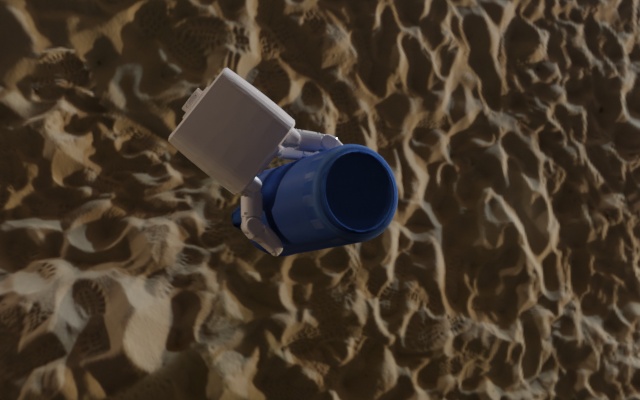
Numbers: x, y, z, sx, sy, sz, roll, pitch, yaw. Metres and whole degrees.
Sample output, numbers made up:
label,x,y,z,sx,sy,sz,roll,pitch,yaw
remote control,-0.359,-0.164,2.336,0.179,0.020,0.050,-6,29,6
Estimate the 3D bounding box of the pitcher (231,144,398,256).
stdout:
label,x,y,z,sx,sy,sz,roll,pitch,yaw
pitcher,0.000,0.002,0.620,0.145,0.149,0.243,40,-21,-16
